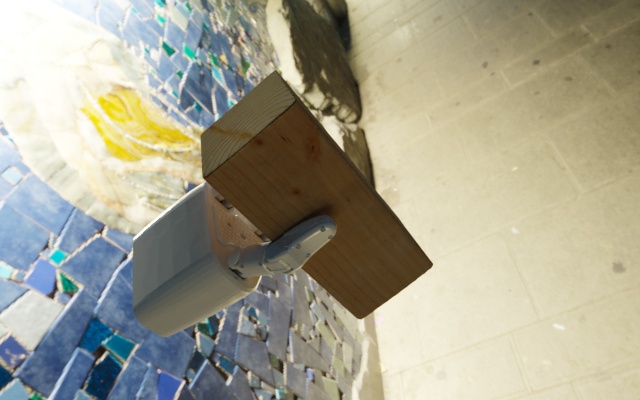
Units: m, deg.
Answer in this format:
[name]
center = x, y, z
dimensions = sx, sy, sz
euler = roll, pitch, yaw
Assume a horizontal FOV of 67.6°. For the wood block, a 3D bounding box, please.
[wood block]
center = 0.000, 0.002, 0.423
dimensions = 0.090, 0.206, 0.090
euler = -38, 32, 8
